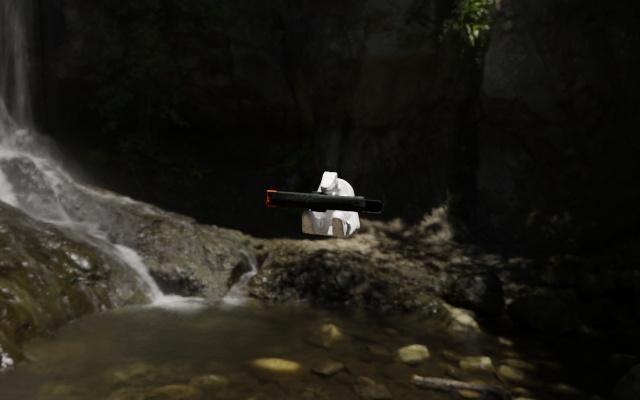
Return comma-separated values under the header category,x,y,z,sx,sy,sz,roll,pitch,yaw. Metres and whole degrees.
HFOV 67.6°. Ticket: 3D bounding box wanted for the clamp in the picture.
category,x,y,z,sx,sy,sz,roll,pitch,yaw
clamp,0.000,0.002,0.835,0.210,0.036,0.164,5,-3,11
